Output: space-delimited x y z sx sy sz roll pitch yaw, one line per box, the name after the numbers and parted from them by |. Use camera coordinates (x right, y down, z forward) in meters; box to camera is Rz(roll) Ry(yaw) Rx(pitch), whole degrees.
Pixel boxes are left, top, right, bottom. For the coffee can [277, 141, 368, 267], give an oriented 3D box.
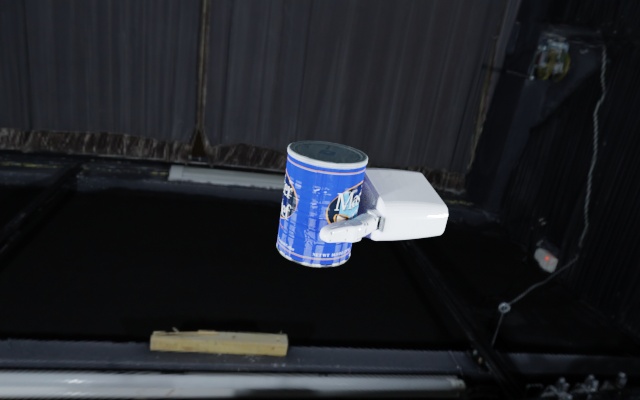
0.000 0.002 0.631 0.103 0.140 0.102 8 21 -3 | coffee can
